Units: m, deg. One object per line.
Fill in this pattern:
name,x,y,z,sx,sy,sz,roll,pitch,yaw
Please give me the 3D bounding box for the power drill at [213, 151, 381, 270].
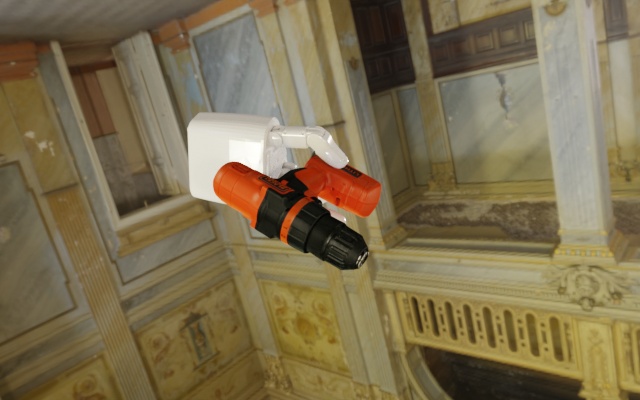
power drill,0.000,0.002,0.543,0.184,0.057,0.187,31,22,20
